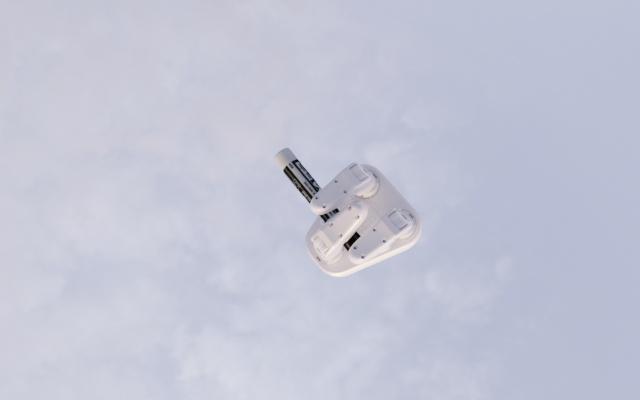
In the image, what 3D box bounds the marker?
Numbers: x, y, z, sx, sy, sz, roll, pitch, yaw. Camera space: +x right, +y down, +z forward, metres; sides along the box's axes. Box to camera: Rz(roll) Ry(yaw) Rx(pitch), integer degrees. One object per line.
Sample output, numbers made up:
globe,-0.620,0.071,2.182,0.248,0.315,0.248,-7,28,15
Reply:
marker,0.000,0.001,0.440,0.020,0.121,0.020,-37,-12,-10
